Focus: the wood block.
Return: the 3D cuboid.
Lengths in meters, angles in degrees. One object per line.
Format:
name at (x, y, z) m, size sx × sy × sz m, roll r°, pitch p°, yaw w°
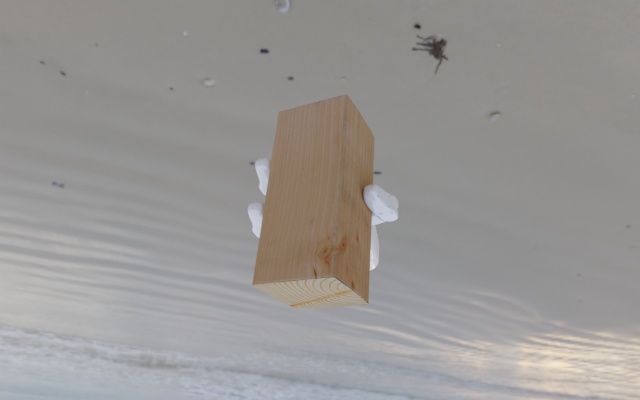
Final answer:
wood block at (0.001, 0.002, 0.515) m, size 0.091 × 0.206 × 0.090 m, roll -9°, pitch -30°, yaw 25°
